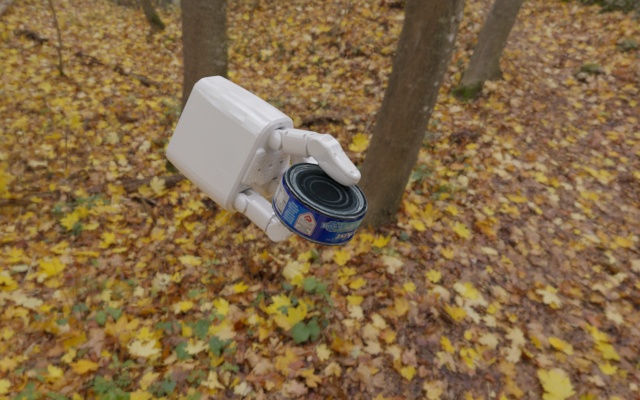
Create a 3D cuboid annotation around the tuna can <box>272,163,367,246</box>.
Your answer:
[{"bbox_3d":[0.000,0.001,0.447,0.086,0.034,0.086,19,31,-12],"label":"tuna can"}]
